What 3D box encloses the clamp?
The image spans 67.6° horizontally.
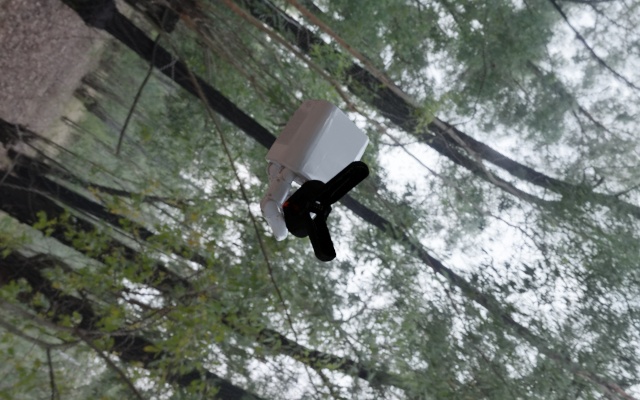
[{"bbox_3d":[0.000,0.002,0.594,0.039,0.120,0.171,33,-5,-25],"label":"clamp"}]
